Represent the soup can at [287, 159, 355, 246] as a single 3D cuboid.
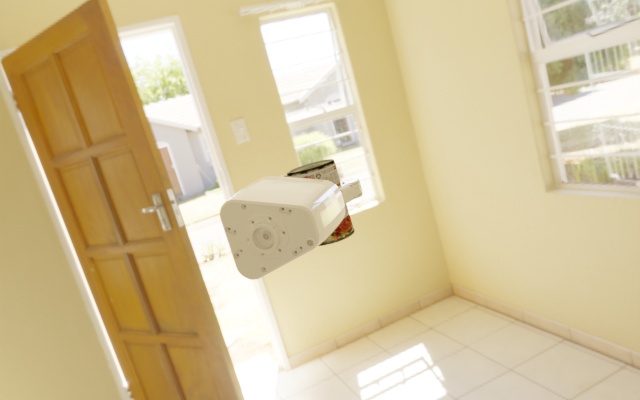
[{"bbox_3d":[0.000,0.002,0.640,0.068,0.102,0.068,-16,10,3],"label":"soup can"}]
